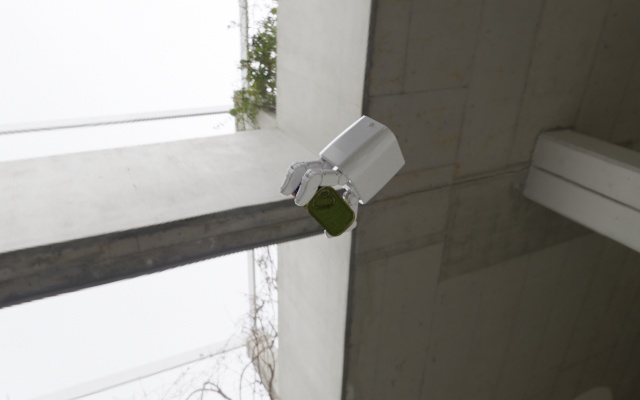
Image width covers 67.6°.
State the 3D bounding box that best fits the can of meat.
[{"bbox_3d":[0.000,0.003,0.822,0.102,0.057,0.084,47,-3,-38],"label":"can of meat"}]
